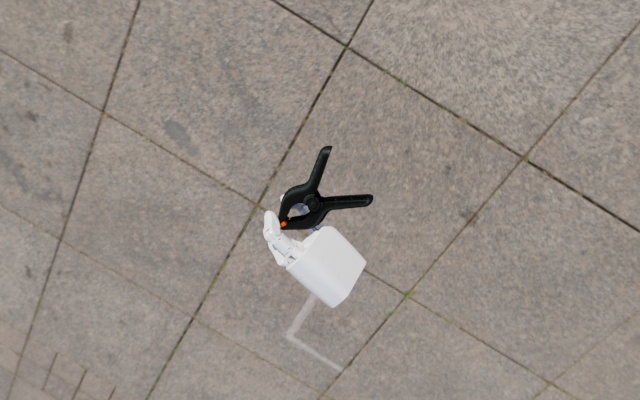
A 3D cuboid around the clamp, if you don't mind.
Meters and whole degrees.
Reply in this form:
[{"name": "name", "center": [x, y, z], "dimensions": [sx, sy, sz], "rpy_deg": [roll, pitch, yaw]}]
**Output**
[{"name": "clamp", "center": [0.000, 0.003, 0.797], "dimensions": [0.171, 0.120, 0.039], "rpy_deg": [-44, 4, 27]}]
